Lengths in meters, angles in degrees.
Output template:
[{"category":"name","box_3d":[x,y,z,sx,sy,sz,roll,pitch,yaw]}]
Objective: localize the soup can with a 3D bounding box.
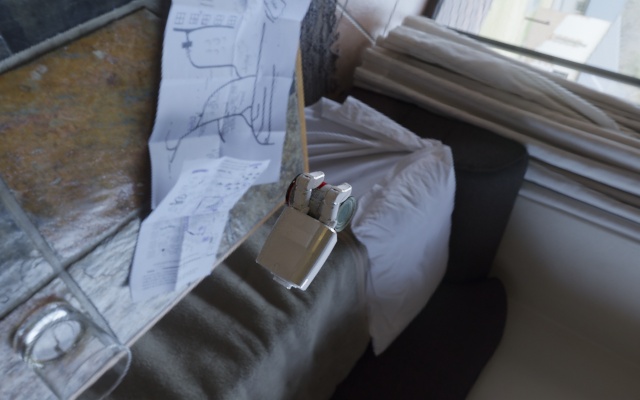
[{"category":"soup can","box_3d":[0.001,0.002,0.813,0.102,0.068,0.068,26,12,25]}]
